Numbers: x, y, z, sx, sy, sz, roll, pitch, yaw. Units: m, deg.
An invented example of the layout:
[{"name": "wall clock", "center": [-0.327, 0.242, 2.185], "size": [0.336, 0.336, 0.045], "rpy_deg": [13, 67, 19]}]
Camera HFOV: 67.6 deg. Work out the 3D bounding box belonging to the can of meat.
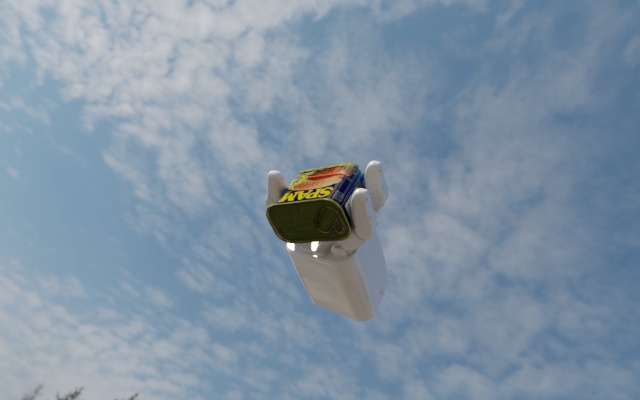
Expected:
[{"name": "can of meat", "center": [0.000, 0.002, 0.569], "size": [0.102, 0.057, 0.084], "rpy_deg": [-7, 31, 32]}]
